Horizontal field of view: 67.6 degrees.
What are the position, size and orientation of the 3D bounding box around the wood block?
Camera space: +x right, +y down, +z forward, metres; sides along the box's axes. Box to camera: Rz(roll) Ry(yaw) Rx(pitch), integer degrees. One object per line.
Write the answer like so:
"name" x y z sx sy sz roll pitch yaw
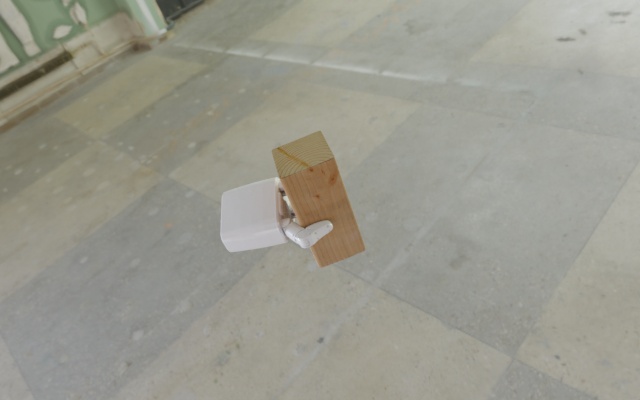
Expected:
"wood block" 0.000 0.003 0.802 0.090 0.206 0.090 -21 38 0
